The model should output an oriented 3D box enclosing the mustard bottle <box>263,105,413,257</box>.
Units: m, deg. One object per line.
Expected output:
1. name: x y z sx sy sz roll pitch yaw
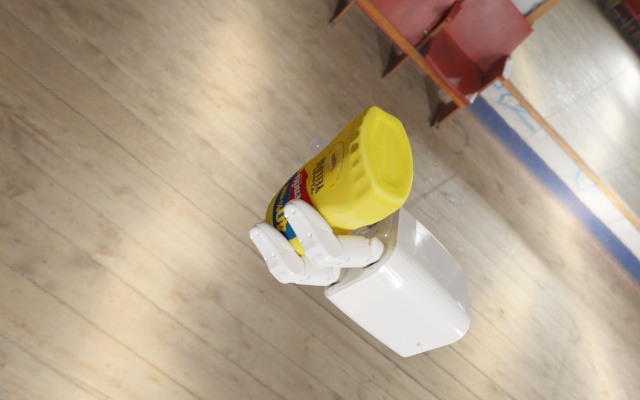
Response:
1. mustard bottle: 0.000 0.001 0.444 0.058 0.096 0.192 22 -38 -28
